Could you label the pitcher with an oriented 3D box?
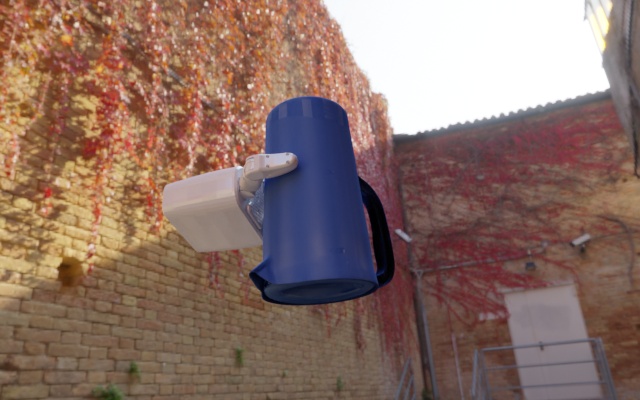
[{"bbox_3d":[0.000,0.002,0.587,0.145,0.242,0.149,-11,-23,15],"label":"pitcher"}]
